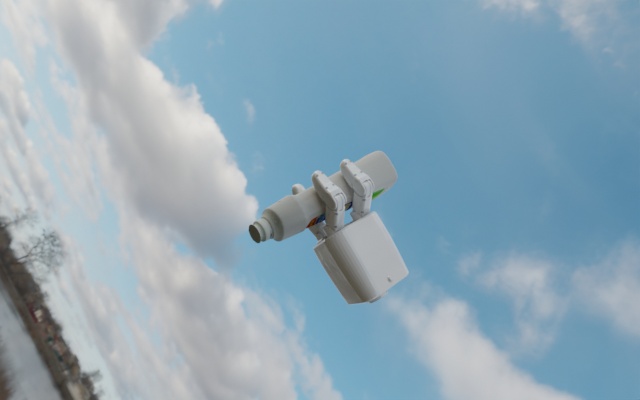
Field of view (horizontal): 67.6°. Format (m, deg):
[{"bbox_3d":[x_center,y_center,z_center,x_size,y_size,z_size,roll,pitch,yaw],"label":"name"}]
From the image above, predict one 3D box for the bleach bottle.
[{"bbox_3d":[0.000,0.002,0.718,0.250,0.068,0.103,-26,-7,-34],"label":"bleach bottle"}]
